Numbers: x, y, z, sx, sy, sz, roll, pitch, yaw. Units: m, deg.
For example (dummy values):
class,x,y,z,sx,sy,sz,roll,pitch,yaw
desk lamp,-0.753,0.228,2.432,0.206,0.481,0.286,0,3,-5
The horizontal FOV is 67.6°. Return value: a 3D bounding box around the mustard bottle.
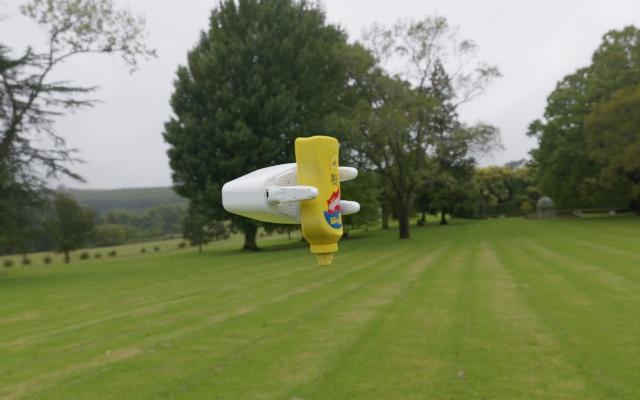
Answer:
class,x,y,z,sx,sy,sz,roll,pitch,yaw
mustard bottle,0.000,0.002,0.721,0.058,0.191,0.096,-3,1,18
